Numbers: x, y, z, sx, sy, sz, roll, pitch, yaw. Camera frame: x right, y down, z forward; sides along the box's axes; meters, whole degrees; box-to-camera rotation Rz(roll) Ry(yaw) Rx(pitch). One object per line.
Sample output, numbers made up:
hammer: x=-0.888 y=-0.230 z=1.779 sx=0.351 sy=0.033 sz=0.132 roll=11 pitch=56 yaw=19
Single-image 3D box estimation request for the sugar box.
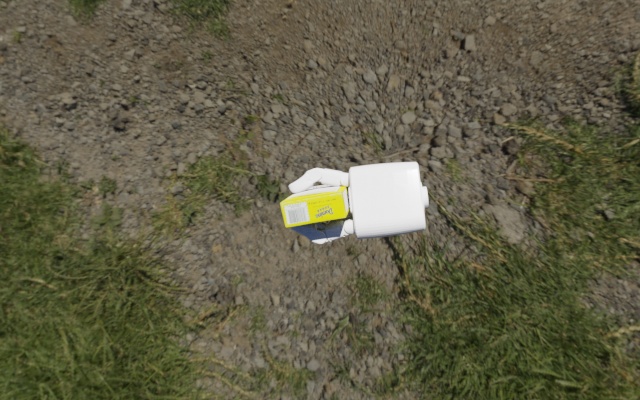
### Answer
sugar box: x=0.000 y=0.003 z=0.765 sx=0.093 sy=0.048 sz=0.176 roll=-9 pitch=4 yaw=9
